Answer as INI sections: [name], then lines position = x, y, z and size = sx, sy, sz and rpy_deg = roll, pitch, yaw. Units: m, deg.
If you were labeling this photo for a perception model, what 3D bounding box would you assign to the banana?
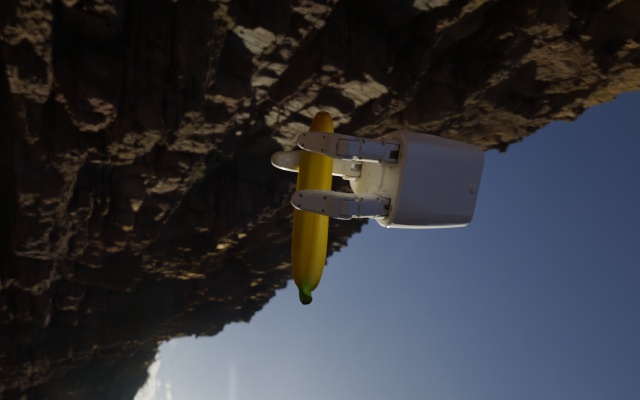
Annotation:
[banana]
position = -0.006, 0.008, 0.501
size = 0.037, 0.197, 0.069
rpy_deg = 7, -13, -16
